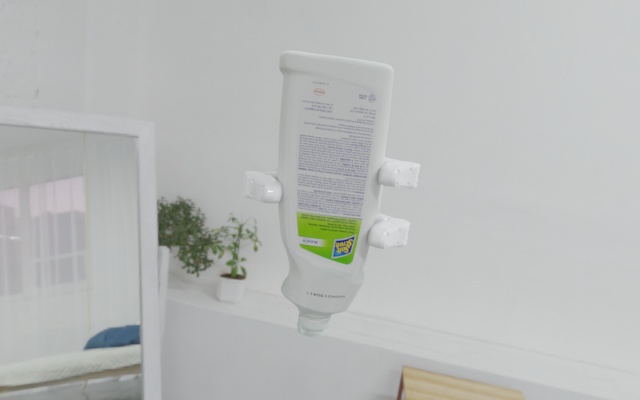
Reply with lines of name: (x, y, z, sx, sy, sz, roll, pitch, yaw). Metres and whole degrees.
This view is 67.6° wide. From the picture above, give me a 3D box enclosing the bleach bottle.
bleach bottle: (0.000, 0.001, 0.434, 0.102, 0.251, 0.068, 8, 10, 0)
